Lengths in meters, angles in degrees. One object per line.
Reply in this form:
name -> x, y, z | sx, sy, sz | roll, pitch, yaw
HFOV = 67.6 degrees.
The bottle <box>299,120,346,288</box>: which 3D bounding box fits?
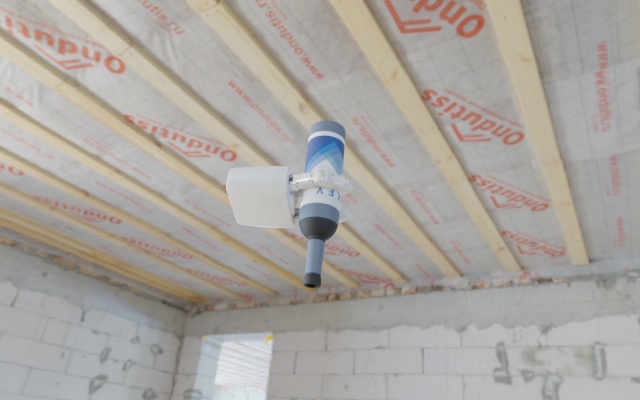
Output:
bottle -> 0.000, 0.002, 0.806 | 0.069, 0.295, 0.069 | 5, -28, 2
